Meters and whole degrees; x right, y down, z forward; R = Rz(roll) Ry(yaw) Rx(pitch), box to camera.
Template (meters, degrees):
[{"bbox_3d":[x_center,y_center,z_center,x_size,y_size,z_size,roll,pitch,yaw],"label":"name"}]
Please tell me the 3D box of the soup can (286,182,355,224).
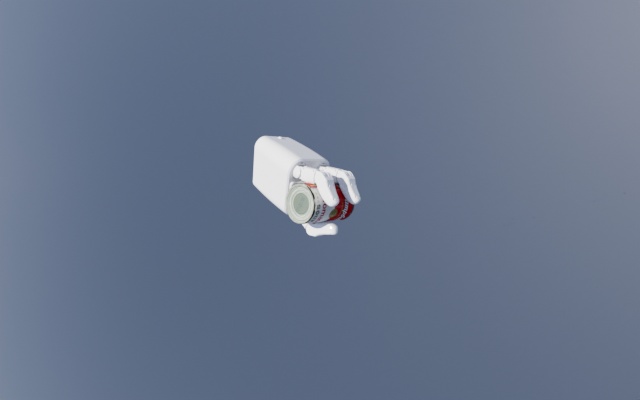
[{"bbox_3d":[0.000,0.003,0.801,0.068,0.068,0.102,0,3,43],"label":"soup can"}]
